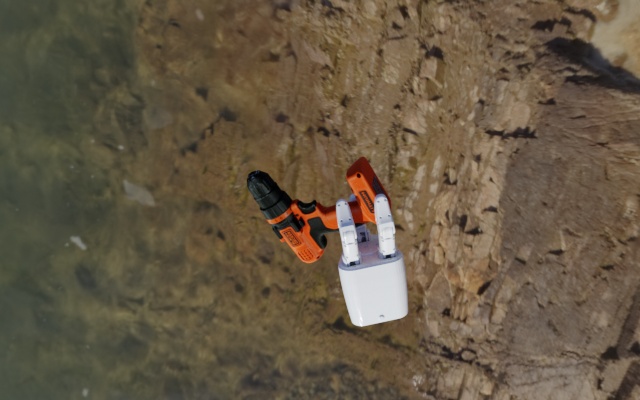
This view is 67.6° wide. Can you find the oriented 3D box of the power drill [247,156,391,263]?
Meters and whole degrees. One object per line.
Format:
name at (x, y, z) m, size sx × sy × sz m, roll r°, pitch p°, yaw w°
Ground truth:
power drill at (0.001, 0.002, 0.738) m, size 0.188 × 0.184 × 0.057 m, roll -22°, pitch 30°, yaw 26°
